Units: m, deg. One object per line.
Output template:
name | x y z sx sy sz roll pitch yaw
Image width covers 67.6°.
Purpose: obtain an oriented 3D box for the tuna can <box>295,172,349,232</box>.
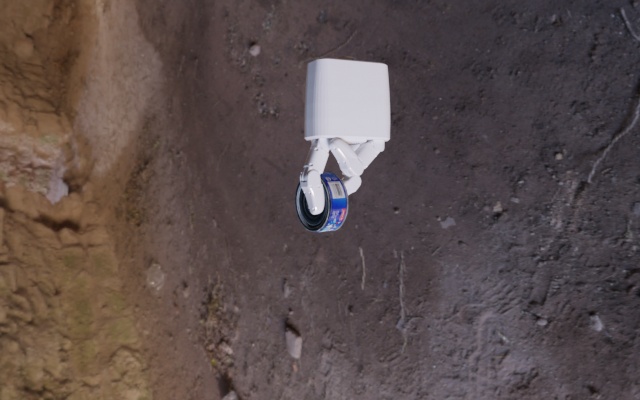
tuna can | 0.000 0.002 0.678 0.034 0.086 0.086 -4 3 -37
